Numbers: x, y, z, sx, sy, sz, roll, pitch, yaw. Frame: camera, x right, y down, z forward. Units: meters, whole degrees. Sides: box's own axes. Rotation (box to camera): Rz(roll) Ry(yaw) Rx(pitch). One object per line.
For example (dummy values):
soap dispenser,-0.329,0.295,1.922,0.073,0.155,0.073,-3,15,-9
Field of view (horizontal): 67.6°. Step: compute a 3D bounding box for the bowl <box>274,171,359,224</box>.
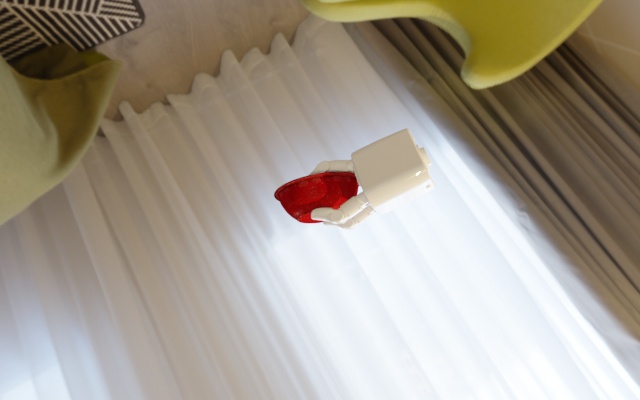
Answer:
bowl,-0.001,0.004,0.854,0.162,0.055,0.162,-9,-16,-3
